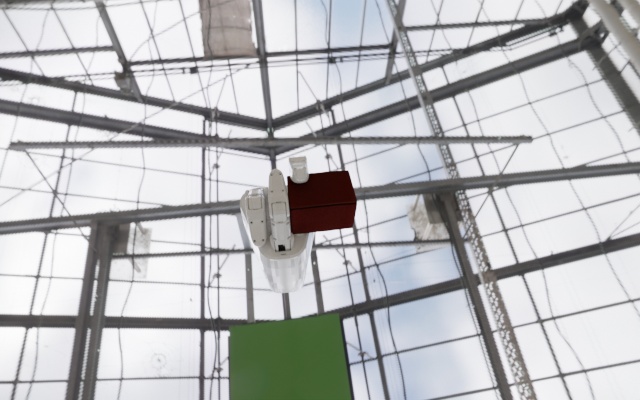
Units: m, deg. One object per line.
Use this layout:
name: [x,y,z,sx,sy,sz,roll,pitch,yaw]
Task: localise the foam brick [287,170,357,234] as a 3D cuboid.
foam brick: [0.000,0.002,0.572,0.078,0.053,0.051,-5,-39,-5]
